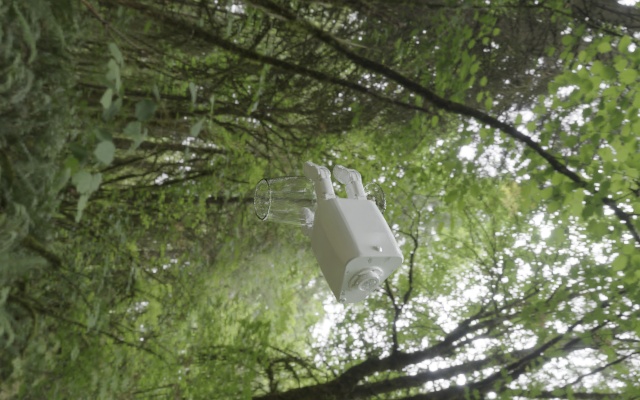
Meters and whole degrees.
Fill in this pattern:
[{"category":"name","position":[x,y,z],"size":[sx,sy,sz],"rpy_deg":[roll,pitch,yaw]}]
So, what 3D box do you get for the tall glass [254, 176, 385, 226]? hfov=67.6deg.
[{"category":"tall glass","position":[0.001,0.002,0.752],"size":[0.201,0.079,0.079],"rpy_deg":[3,-2,-29]}]
